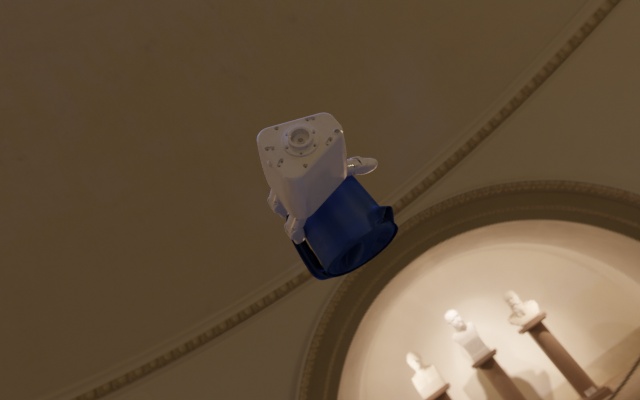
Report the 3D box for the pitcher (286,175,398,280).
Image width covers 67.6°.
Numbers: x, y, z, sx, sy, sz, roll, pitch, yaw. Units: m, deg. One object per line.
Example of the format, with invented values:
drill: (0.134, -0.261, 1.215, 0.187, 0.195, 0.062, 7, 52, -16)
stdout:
pitcher: (0.000, 0.002, 0.793, 0.149, 0.242, 0.145, -32, -25, -9)
